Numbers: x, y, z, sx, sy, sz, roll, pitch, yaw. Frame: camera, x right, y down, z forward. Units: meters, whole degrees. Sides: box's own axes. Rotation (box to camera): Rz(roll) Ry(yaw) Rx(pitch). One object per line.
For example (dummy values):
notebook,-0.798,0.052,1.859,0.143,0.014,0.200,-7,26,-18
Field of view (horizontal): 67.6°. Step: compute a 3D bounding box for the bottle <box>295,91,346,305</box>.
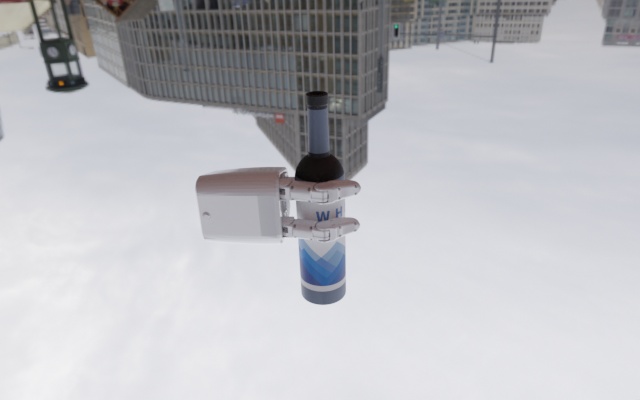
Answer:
bottle,0.000,0.002,0.645,0.069,0.296,0.069,-2,26,1
